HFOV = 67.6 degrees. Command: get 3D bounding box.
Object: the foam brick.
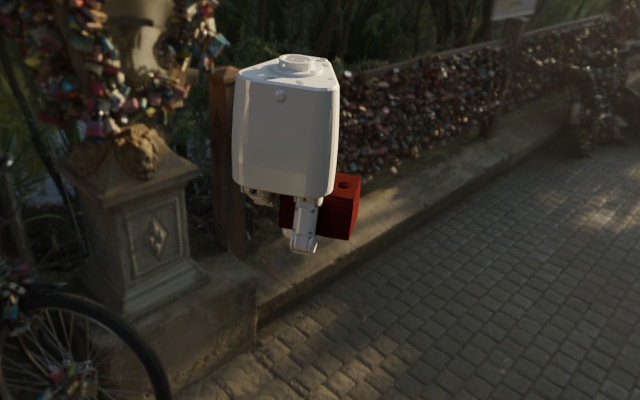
[{"bbox_3d":[0.000,0.002,0.503,0.078,0.051,0.053,11,30,8],"label":"foam brick"}]
